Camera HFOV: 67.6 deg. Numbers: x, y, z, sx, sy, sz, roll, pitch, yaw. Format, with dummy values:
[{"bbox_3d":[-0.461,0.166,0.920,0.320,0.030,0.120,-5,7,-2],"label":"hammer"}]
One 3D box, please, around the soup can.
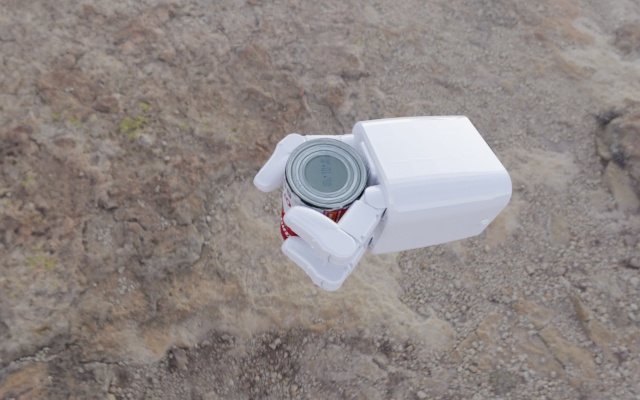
[{"bbox_3d":[0.000,0.001,0.418,0.068,0.068,0.102,0,-29,-7],"label":"soup can"}]
